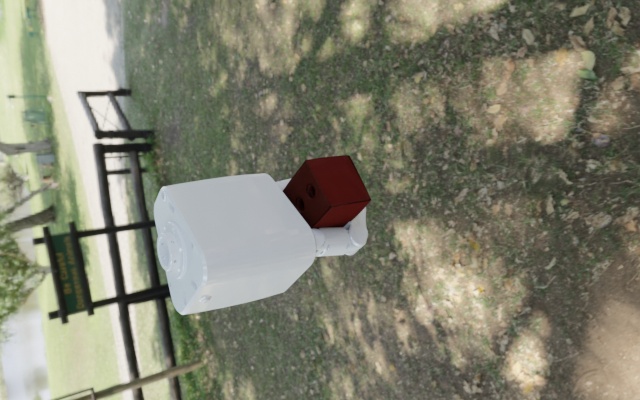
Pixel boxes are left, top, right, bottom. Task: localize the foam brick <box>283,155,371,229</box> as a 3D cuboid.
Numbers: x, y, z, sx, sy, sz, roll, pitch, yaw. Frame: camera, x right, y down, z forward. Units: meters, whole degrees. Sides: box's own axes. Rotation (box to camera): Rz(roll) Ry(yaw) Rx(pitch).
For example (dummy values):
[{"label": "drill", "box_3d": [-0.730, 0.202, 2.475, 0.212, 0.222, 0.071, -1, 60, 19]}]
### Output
[{"label": "foam brick", "box_3d": [0.000, 0.001, 0.456, 0.051, 0.053, 0.078, -8, -29, -37]}]
